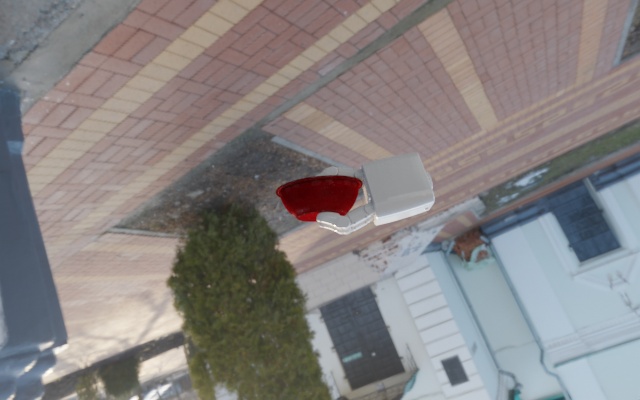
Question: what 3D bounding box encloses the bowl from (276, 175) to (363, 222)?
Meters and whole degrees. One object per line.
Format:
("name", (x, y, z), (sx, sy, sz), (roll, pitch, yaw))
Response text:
("bowl", (-0.001, 0.004, 0.874), (0.162, 0.055, 0.162), (-5, -13, -1))
